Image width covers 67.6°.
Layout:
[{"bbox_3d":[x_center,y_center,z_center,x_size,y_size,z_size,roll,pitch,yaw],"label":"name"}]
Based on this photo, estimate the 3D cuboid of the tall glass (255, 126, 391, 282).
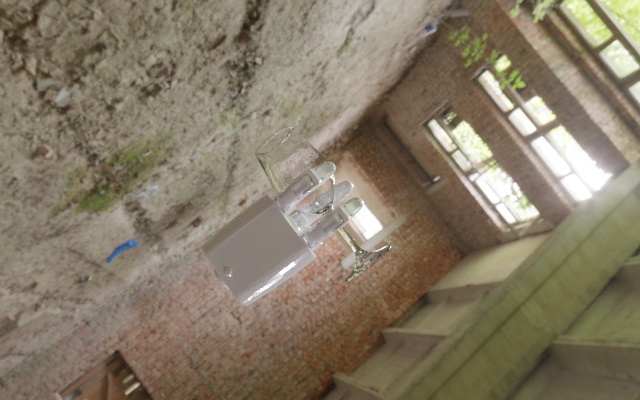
[{"bbox_3d":[0.001,0.002,0.614,0.079,0.201,0.079,-37,-3,-2],"label":"tall glass"}]
